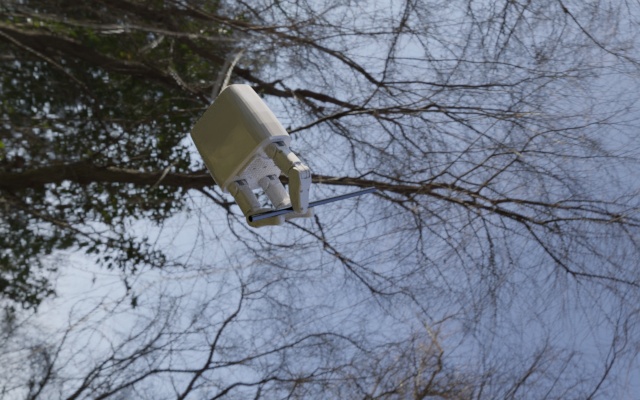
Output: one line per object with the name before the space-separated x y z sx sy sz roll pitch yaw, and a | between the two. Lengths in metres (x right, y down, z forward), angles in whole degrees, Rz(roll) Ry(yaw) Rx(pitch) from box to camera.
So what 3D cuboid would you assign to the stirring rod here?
stirring rod | 0.000 0.002 0.643 0.011 0.011 0.239 0 9 44
